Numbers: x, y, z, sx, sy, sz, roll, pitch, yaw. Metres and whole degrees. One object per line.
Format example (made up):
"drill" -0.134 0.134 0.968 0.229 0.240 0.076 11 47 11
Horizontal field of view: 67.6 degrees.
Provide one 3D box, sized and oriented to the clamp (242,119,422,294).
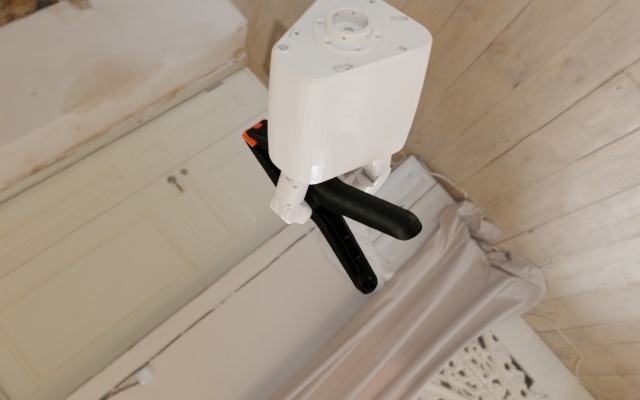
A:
"clamp" -0.001 0.002 0.477 0.036 0.210 0.165 -38 -23 -25
